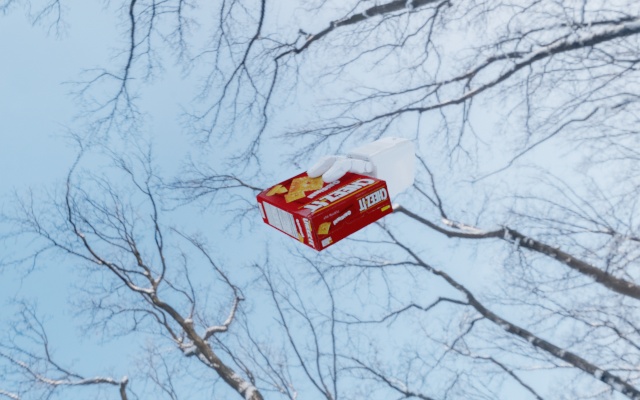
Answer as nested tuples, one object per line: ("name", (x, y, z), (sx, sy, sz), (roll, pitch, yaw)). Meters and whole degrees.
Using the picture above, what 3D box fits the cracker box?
("cracker box", (0.000, 0.003, 0.880), (0.164, 0.072, 0.213), (-27, 23, -25))
